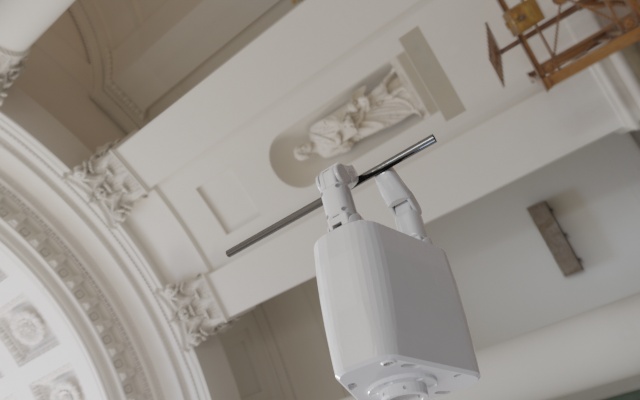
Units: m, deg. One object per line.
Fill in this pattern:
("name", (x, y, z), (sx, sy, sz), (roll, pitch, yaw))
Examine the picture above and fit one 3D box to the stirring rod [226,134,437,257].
("stirring rod", (0.000, 0.001, 0.451), (0.239, 0.011, 0.011), (-29, -13, 23))
